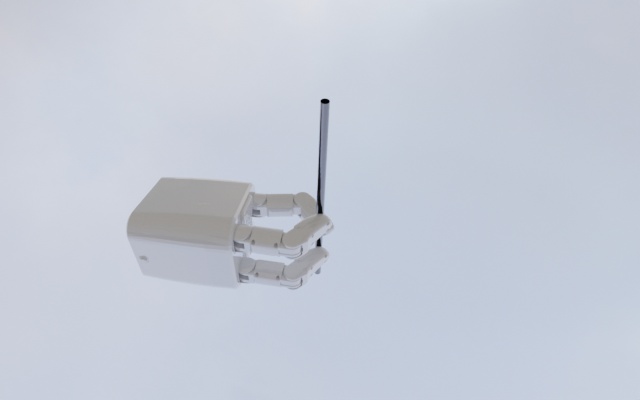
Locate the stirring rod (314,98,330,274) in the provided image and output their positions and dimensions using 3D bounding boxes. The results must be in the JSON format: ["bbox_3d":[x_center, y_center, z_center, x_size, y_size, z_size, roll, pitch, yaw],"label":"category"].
[{"bbox_3d":[0.000,0.001,0.476,0.011,0.011,0.240,0,-43,-2],"label":"stirring rod"}]
